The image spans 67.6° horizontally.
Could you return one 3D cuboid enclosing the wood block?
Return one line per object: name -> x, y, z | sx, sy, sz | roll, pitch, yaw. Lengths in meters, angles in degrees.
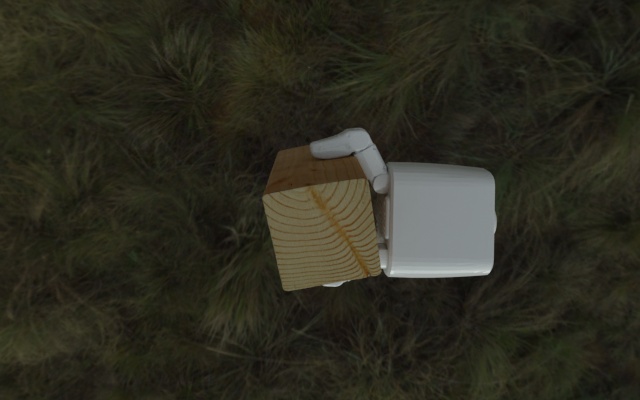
wood block -> 0.000, 0.001, 0.499 | 0.090, 0.091, 0.206 | -10, 16, 1
